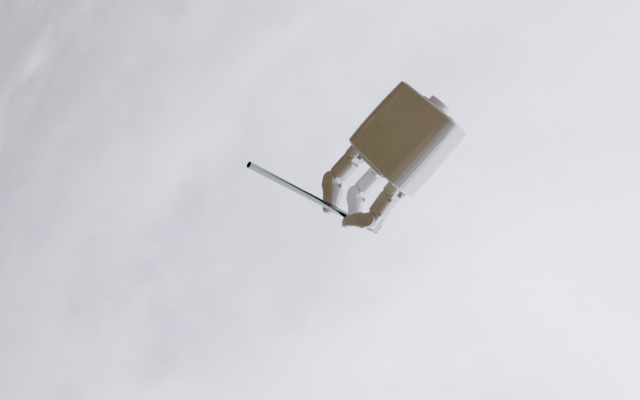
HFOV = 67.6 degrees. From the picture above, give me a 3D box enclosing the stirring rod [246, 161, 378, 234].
[{"bbox_3d":[0.000,0.002,0.612,0.011,0.011,0.239,0,-21,45],"label":"stirring rod"}]
